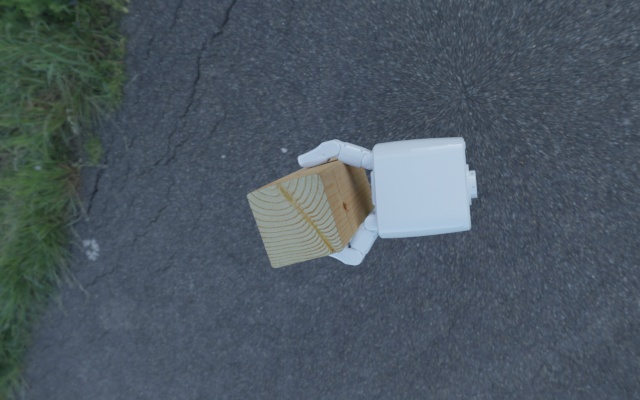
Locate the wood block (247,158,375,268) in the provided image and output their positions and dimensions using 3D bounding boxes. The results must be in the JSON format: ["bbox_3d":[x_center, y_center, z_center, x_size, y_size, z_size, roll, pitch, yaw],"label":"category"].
[{"bbox_3d":[0.000,0.002,0.610,0.090,0.091,0.206,-16,7,19],"label":"wood block"}]
